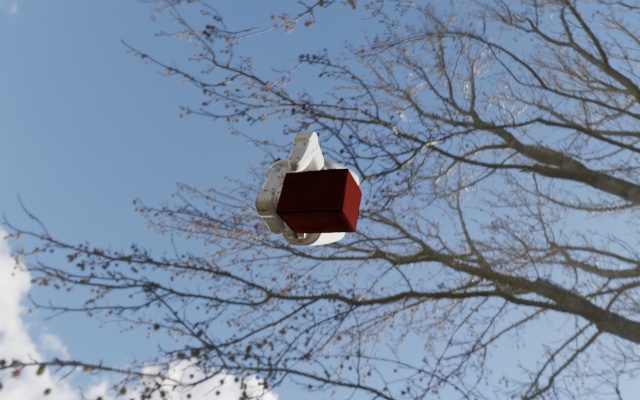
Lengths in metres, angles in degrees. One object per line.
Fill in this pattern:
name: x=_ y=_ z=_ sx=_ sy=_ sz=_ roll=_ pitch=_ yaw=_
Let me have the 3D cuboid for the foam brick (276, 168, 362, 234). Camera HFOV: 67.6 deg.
foam brick: x=0.000 y=0.002 z=0.523 sx=0.078 sy=0.053 sz=0.051 roll=-2 pitch=-32 yaw=25
